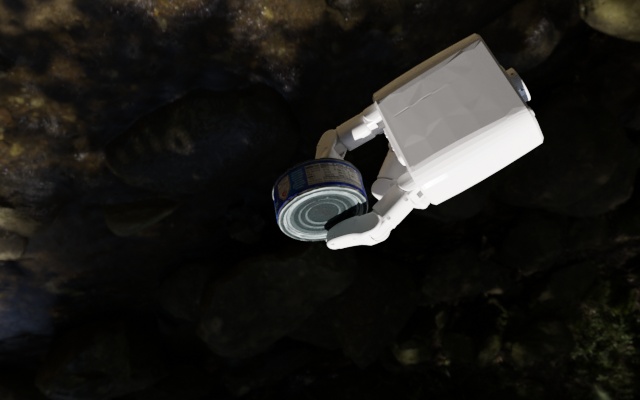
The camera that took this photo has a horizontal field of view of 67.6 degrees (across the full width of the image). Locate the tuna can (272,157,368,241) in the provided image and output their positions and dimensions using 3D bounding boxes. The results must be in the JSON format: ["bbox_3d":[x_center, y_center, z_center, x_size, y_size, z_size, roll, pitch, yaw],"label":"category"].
[{"bbox_3d":[0.000,0.002,0.440,0.086,0.033,0.086,-8,-36,-6],"label":"tuna can"}]
